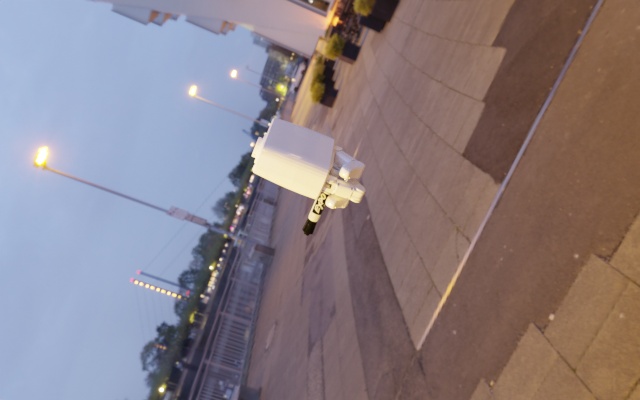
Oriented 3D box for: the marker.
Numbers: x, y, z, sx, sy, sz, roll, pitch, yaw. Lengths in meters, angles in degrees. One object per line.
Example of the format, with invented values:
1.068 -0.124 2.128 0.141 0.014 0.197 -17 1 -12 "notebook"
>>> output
0.000 0.002 0.745 0.020 0.121 0.020 21 21 -8 "marker"
